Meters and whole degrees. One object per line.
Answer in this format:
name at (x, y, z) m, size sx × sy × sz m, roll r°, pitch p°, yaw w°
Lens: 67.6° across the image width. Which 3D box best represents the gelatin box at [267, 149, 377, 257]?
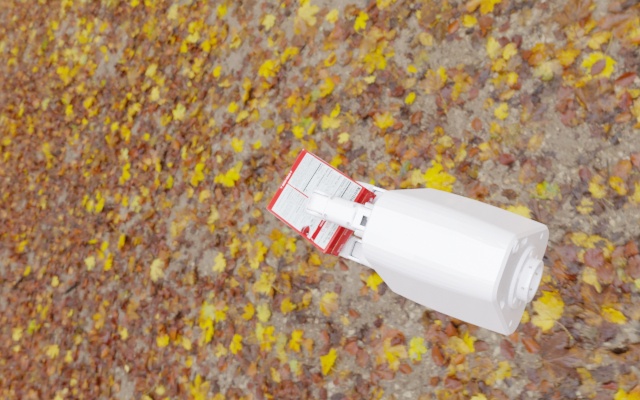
gelatin box at (0.000, 0.001, 0.472) m, size 0.089 × 0.073 × 0.030 m, roll 34°, pitch 5°, yaw 32°
